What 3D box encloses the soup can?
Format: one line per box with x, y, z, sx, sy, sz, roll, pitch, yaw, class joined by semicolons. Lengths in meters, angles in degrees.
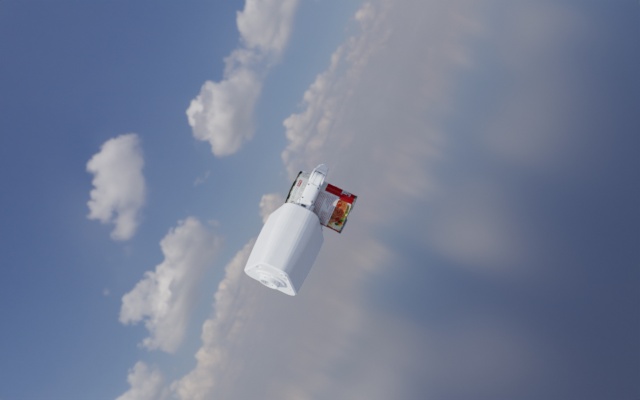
0.000;0.002;0.776;0.102;0.068;0.068;25;1;2;soup can
